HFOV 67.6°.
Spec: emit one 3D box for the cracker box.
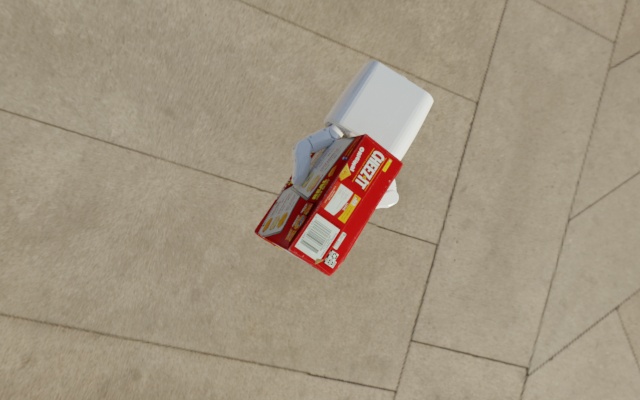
[{"bbox_3d":[0.000,0.002,0.646,0.072,0.164,0.213,36,-9,-16],"label":"cracker box"}]
